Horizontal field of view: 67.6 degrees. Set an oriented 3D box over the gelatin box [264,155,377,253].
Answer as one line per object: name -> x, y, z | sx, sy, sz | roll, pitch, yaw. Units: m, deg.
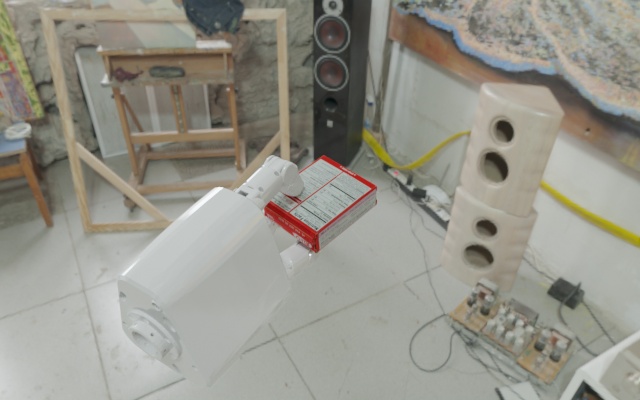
gelatin box -> 0.000, 0.001, 0.468 | 0.073, 0.030, 0.089 | 32, 55, 31
